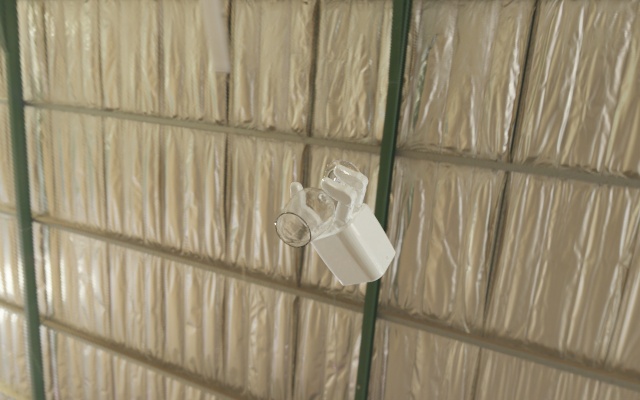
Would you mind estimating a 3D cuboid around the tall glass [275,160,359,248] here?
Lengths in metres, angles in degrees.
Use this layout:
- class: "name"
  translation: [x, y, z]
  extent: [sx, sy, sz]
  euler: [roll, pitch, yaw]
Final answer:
- class: "tall glass"
  translation: [0.000, 0.002, 0.802]
  extent: [0.079, 0.079, 0.201]
  euler: [0, 25, 28]
